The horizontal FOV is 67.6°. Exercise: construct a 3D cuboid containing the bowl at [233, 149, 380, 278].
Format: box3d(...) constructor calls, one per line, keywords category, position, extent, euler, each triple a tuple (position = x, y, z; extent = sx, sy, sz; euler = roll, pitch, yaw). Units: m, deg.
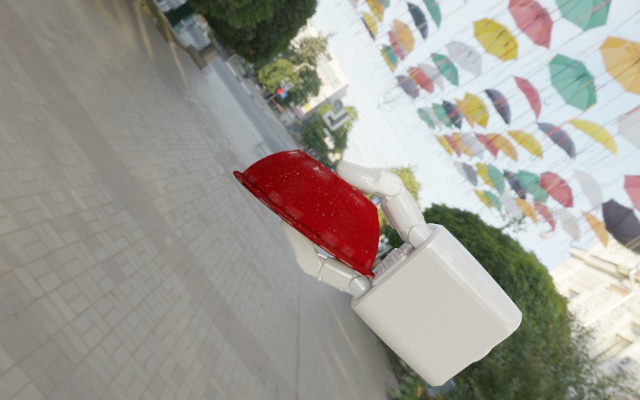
box3d(category="bowl", position=(-0.001, 0.000, 0.442), extent=(0.162, 0.055, 0.162), euler=(36, 1, -1))
